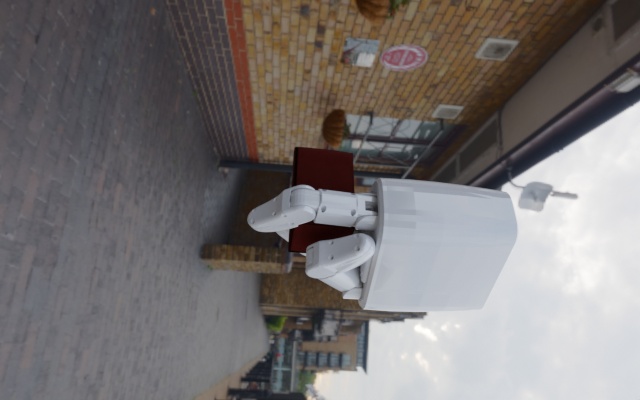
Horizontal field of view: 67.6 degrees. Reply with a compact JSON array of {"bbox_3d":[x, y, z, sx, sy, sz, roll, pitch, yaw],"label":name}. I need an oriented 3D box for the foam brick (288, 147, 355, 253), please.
[{"bbox_3d":[0.000,0.001,0.410,0.051,0.078,0.053,3,-33,-4],"label":"foam brick"}]
